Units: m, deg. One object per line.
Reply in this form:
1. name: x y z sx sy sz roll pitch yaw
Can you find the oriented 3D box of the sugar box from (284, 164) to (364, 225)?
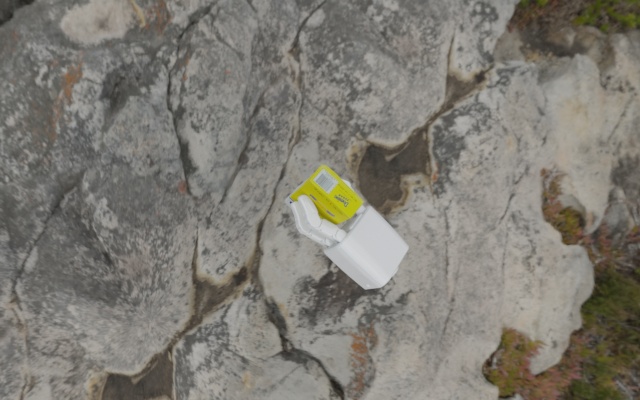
1. sugar box: 0.000 0.003 0.840 0.048 0.093 0.176 -48 4 -23
